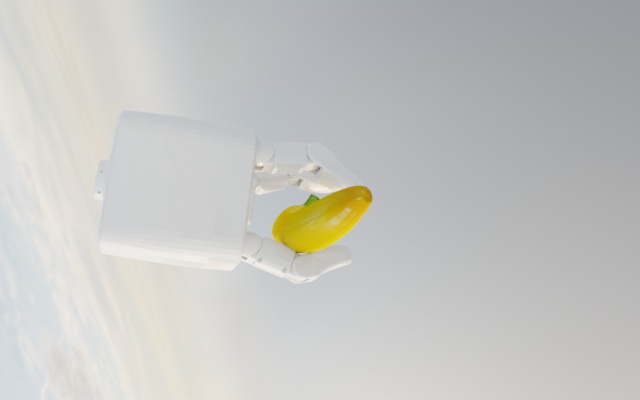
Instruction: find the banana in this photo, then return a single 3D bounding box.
[{"bbox_3d":[-0.011,0.017,0.421,0.037,0.069,0.198,34,-7,-11],"label":"banana"}]
